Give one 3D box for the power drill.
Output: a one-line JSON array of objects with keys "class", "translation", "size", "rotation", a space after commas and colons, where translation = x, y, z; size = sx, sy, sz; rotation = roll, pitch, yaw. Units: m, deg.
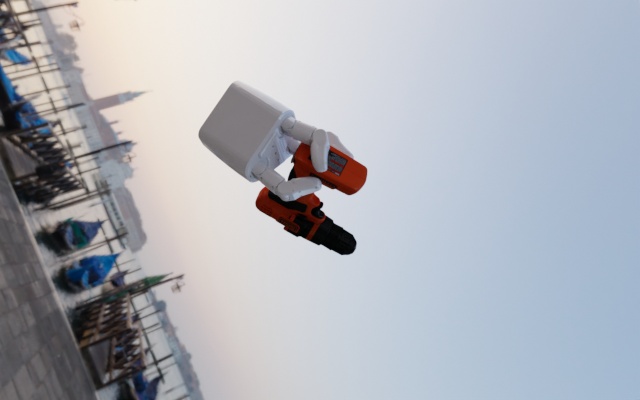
[{"class": "power drill", "translation": [0.000, 0.002, 0.732], "size": [0.184, 0.057, 0.188], "rotation": [28, -38, -4]}]
